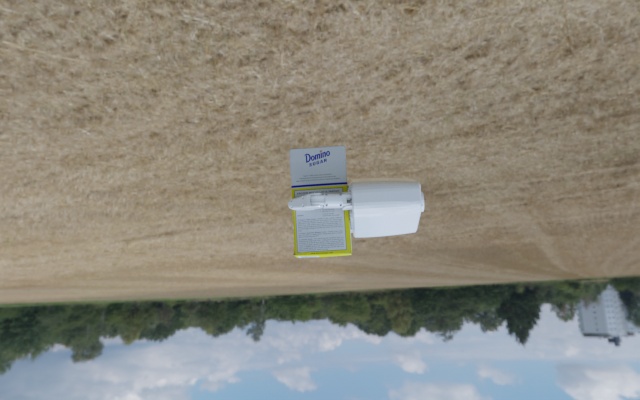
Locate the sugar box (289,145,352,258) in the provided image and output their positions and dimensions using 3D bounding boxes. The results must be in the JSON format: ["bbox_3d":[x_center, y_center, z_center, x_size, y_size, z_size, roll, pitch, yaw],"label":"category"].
[{"bbox_3d":[0.000,0.003,0.777,0.093,0.176,0.048,-3,-11,3],"label":"sugar box"}]
